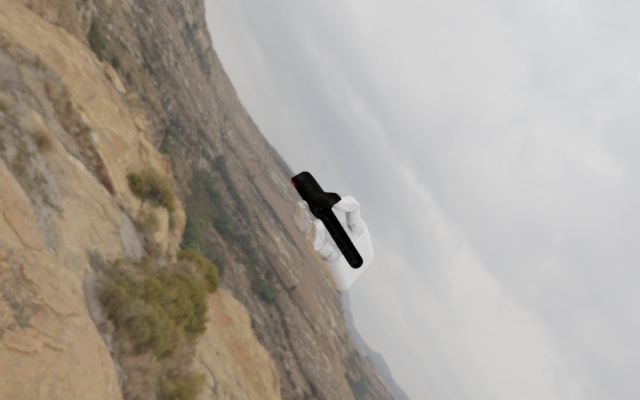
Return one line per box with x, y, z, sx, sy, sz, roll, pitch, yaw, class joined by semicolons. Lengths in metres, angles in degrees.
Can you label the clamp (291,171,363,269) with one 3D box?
0.001;0.002;0.813;0.036;0.165;0.210;-29;48;-11;clamp
